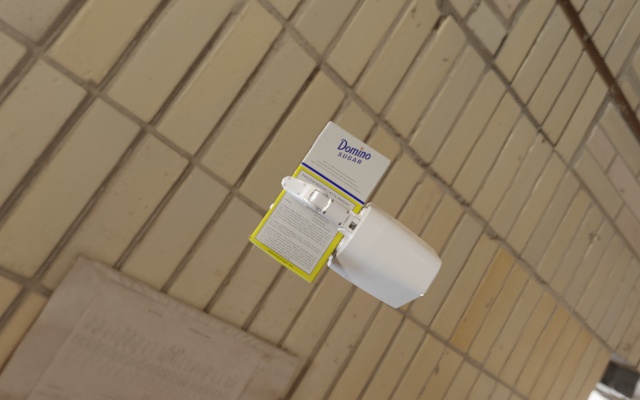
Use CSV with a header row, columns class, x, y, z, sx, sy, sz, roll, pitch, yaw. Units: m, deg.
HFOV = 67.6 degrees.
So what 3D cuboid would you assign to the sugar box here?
class,x,y,z,sx,sy,sz,roll,pitch,yaw
sugar box,0.000,0.002,0.585,0.093,0.176,0.048,34,-9,2
